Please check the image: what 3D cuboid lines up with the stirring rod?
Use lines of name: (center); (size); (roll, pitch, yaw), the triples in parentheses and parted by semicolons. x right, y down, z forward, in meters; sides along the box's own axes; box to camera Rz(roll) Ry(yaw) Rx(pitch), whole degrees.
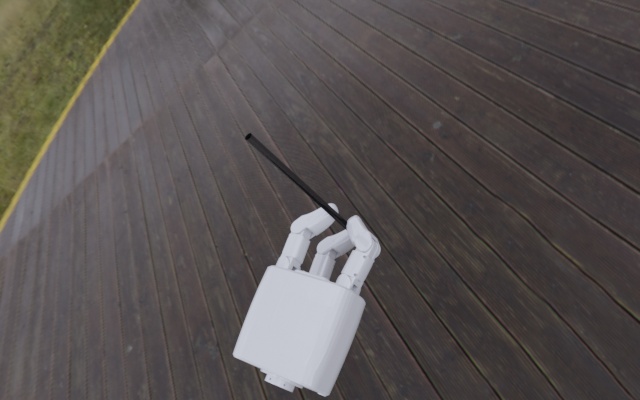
stirring rod: (0.000, 0.002, 0.527); (0.011, 0.011, 0.240); (0, -31, 41)
